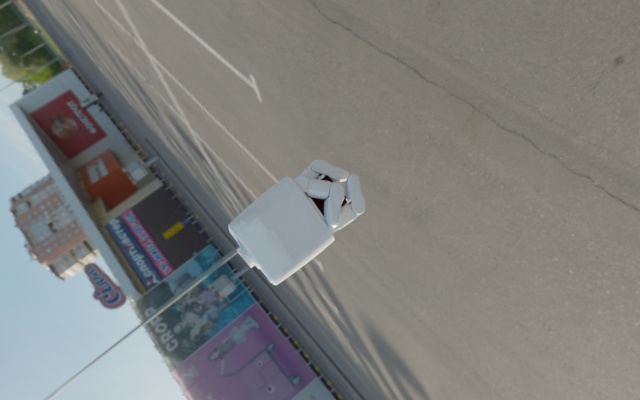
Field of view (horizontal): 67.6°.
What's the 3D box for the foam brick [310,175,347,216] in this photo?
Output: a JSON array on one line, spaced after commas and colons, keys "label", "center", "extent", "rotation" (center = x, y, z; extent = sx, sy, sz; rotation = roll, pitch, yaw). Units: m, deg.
[{"label": "foam brick", "center": [0.000, 0.002, 0.727], "extent": [0.051, 0.053, 0.078], "rotation": [-40, -1, -13]}]
